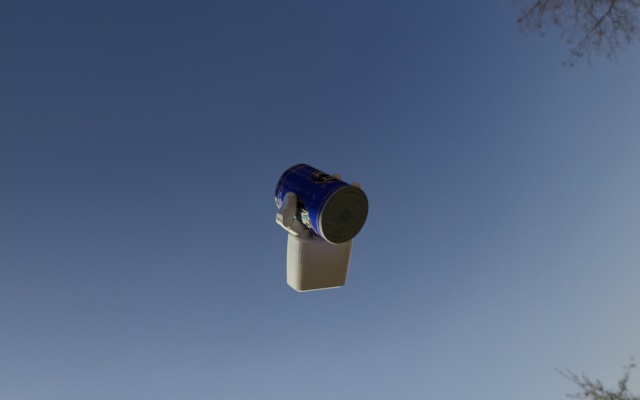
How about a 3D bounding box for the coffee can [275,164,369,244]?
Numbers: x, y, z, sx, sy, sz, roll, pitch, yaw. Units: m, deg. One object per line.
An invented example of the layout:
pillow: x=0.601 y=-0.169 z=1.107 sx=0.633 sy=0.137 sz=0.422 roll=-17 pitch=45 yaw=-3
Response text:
coffee can: x=0.000 y=0.003 z=0.840 sx=0.103 sy=0.103 sz=0.140 roll=0 pitch=19 yaw=-40
